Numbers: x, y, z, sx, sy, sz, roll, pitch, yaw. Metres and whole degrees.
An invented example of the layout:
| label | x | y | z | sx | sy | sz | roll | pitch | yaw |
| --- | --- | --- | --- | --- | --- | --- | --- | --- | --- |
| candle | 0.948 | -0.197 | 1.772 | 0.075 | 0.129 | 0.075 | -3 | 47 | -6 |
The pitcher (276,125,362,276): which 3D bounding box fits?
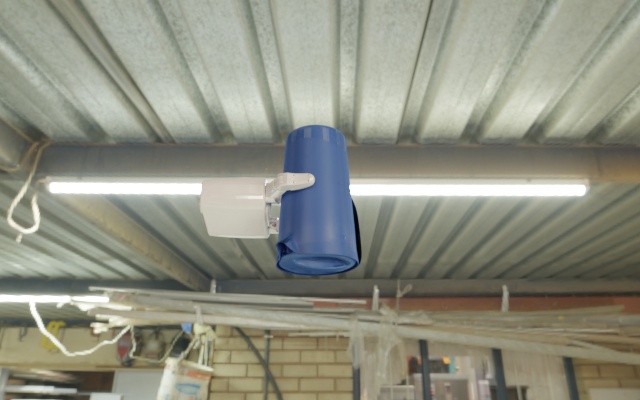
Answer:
| label | x | y | z | sx | sy | sz | roll | pitch | yaw |
| --- | --- | --- | --- | --- | --- | --- | --- | --- | --- |
| pitcher | 0.000 | 0.003 | 0.814 | 0.145 | 0.242 | 0.149 | 0 | -23 | 0 |
